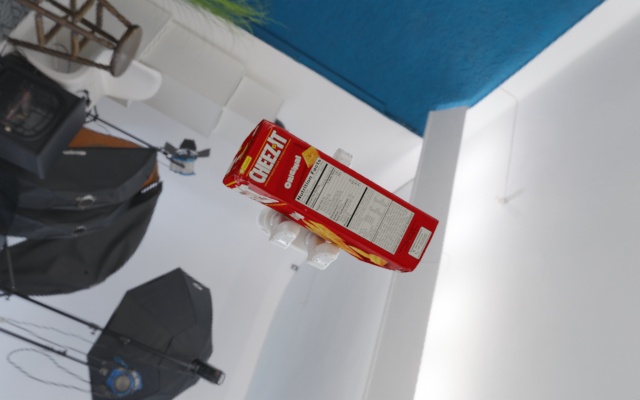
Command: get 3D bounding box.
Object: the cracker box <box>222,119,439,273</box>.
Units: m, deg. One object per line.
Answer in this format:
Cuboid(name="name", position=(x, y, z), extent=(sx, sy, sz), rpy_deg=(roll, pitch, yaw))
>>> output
Cuboid(name="cracker box", position=(0.000, 0.002, 0.548), extent=(0.214, 0.072, 0.164), rpy_deg=(29, -8, -13))
